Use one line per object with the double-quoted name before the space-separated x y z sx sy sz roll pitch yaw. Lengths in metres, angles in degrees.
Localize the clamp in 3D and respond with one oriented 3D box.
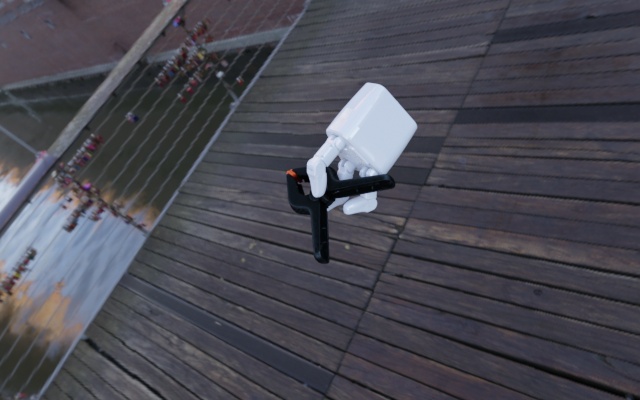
"clamp" 0.000 0.002 0.761 0.210 0.164 0.036 26 -16 48
